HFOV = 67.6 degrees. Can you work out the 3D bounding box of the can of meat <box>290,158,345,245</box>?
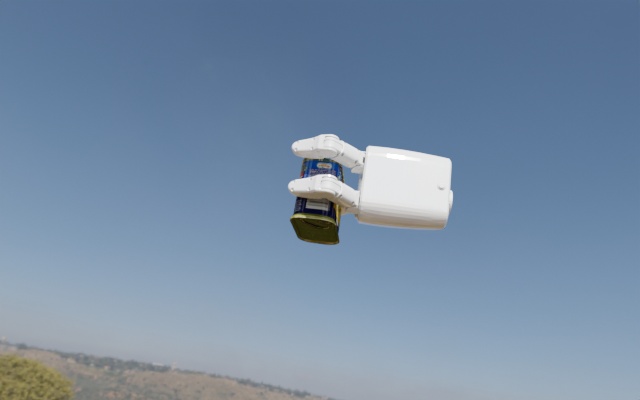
[{"bbox_3d":[0.000,0.002,0.620,0.057,0.084,0.102,6,-21,9],"label":"can of meat"}]
